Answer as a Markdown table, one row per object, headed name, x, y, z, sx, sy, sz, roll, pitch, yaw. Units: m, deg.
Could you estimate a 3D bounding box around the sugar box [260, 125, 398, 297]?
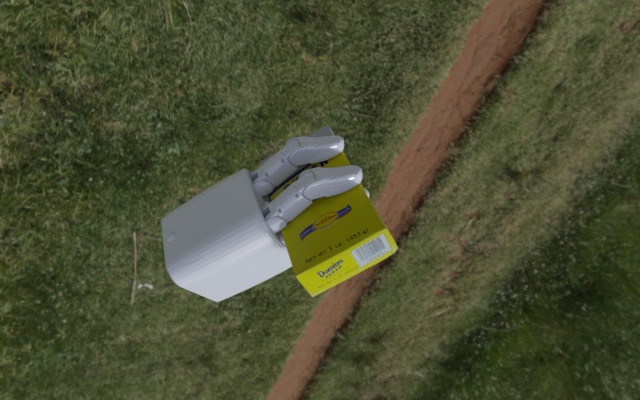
| name | x | y | z | sx | sy | sz | roll | pitch | yaw |
| --- | --- | --- | --- | --- | --- | --- | --- | --- | --- |
| sugar box | 0.000 | 0.001 | 0.488 | 0.093 | 0.176 | 0.048 | -28 | -44 | 3 |
